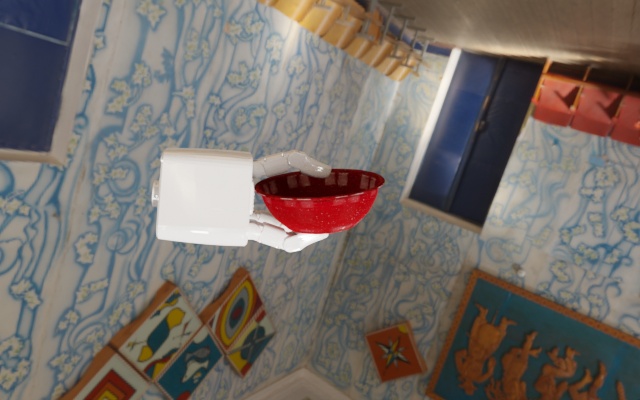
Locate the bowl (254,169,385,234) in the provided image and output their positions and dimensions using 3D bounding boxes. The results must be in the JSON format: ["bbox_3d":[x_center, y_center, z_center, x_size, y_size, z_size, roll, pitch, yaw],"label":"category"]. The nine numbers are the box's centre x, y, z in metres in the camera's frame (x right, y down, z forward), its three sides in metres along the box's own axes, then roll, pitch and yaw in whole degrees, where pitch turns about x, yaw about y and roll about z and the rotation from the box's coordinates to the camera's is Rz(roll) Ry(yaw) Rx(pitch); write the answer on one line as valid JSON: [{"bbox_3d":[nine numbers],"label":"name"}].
[{"bbox_3d":[0.001,0.002,0.597,0.162,0.055,0.162,-4,15,1],"label":"bowl"}]
